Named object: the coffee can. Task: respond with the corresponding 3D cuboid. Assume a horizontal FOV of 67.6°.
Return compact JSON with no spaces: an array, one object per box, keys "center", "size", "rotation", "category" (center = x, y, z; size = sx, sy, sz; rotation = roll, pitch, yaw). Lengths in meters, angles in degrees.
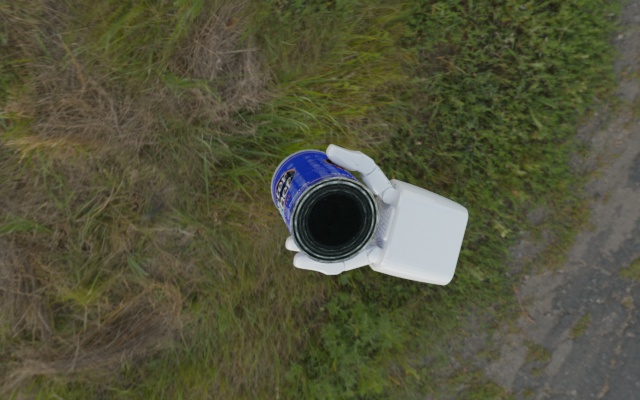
[{"center":[0.000,0.002,0.586],"size":[0.103,0.103,0.140],"rotation":[0,18,-15],"category":"coffee can"}]
